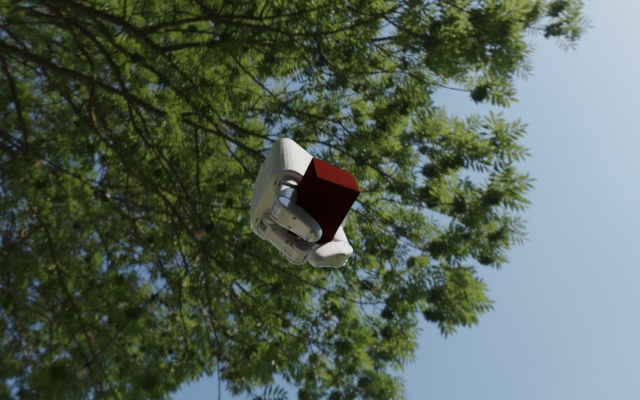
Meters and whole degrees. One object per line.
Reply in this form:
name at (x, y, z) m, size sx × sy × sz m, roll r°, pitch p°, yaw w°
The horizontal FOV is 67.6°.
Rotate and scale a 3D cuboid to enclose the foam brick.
foam brick at (0.000, 0.002, 0.530) m, size 0.053 × 0.078 × 0.051 m, roll 21°, pitch 26°, yaw -17°
